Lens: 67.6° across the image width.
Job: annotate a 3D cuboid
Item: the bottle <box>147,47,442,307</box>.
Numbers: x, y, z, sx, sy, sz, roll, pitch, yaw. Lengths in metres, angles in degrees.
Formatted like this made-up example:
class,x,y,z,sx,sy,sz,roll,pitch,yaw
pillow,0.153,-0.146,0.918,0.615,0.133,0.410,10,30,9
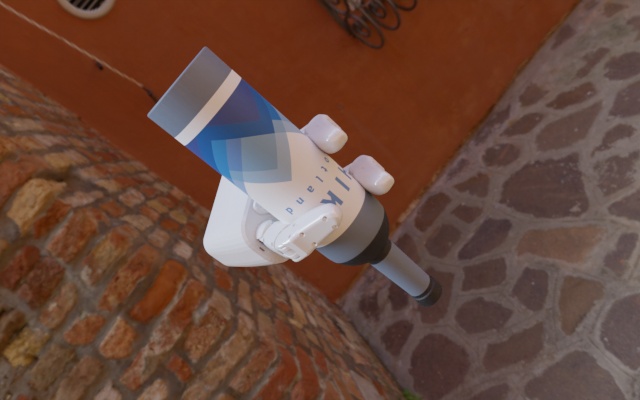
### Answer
class,x,y,z,sx,sy,sz,roll,pitch,yaw
bottle,0.000,0.001,0.400,0.296,0.069,0.069,40,-17,-21
